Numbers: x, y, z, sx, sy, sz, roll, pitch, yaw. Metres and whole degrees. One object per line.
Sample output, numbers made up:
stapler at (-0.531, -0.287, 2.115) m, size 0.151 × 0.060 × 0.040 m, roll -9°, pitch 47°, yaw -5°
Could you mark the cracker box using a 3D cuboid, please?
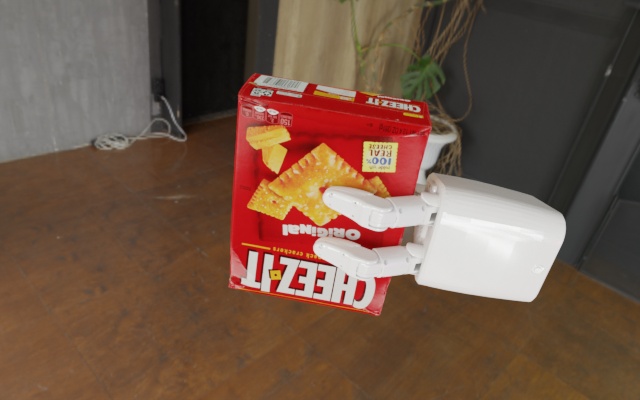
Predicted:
cracker box at (0.000, 0.001, 0.462) m, size 0.164 × 0.214 × 0.072 m, roll 11°, pitch 30°, yaw 2°
